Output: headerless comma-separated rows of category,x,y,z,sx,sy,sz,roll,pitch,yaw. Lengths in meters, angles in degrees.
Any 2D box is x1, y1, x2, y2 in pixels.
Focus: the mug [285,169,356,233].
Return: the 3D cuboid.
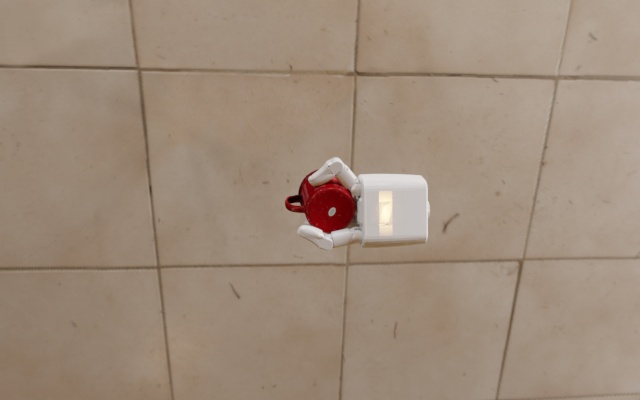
mug,-0.001,0.003,0.786,0.117,0.093,0.081,-1,21,-6
